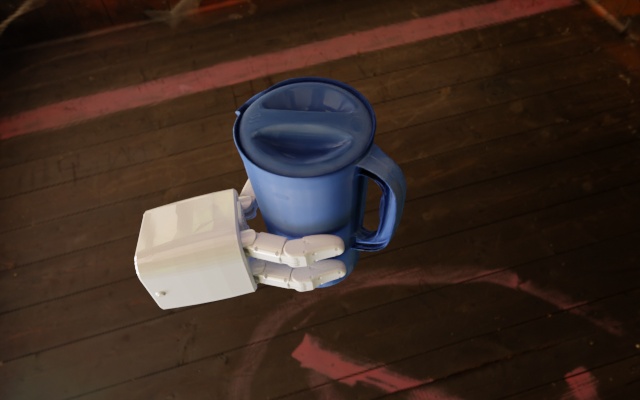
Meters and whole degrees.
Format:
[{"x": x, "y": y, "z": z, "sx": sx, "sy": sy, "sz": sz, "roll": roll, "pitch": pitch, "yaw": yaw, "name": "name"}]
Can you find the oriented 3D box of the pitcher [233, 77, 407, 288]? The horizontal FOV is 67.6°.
[{"x": 0.000, "y": 0.002, "z": 0.528, "sx": 0.145, "sy": 0.149, "sz": 0.243, "roll": -12, "pitch": -37, "yaw": -5, "name": "pitcher"}]
